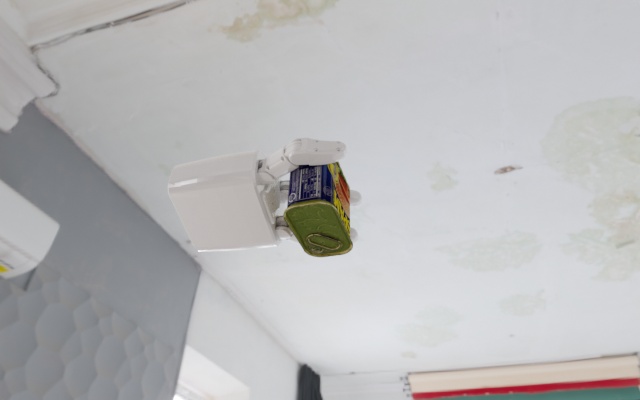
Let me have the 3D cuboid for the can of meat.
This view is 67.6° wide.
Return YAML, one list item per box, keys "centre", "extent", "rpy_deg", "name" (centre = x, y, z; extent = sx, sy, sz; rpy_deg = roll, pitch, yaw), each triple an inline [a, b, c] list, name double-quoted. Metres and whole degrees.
- centre: [0.000, 0.001, 0.536]
  extent: [0.057, 0.084, 0.102]
  rpy_deg: [-10, -39, 14]
  name: "can of meat"
